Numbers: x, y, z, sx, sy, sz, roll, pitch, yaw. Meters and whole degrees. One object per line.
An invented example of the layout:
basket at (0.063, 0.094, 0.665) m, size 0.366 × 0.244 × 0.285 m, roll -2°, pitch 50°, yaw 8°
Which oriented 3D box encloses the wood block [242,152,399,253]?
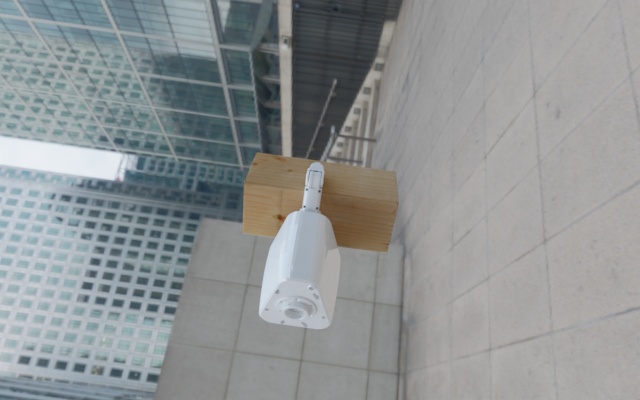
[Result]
wood block at (0.000, 0.002, 0.685) m, size 0.206 × 0.091 × 0.090 m, roll 8°, pitch 33°, yaw 0°
